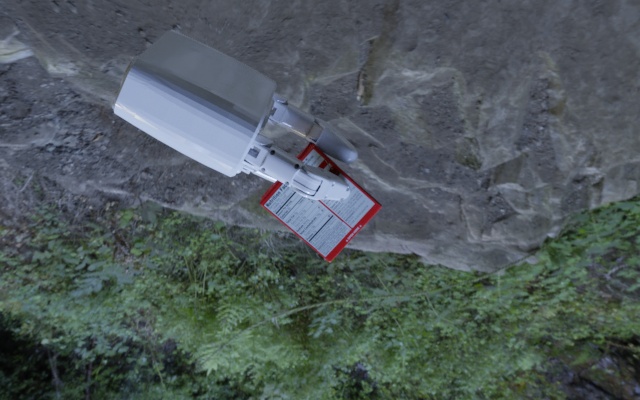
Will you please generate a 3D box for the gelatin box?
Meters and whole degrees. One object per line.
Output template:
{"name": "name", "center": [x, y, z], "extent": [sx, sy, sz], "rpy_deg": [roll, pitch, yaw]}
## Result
{"name": "gelatin box", "center": [0.000, 0.002, 0.446], "extent": [0.089, 0.073, 0.030], "rpy_deg": [41, 6, -10]}
